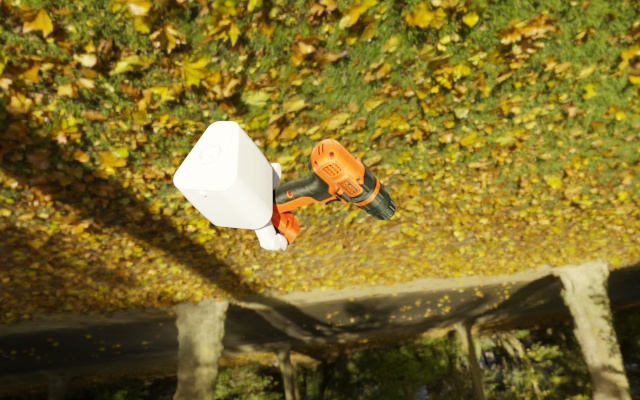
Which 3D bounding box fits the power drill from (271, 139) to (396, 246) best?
[{"bbox_3d":[0.000,0.002,0.723,0.188,0.057,0.184,-27,-47,25],"label":"power drill"}]
